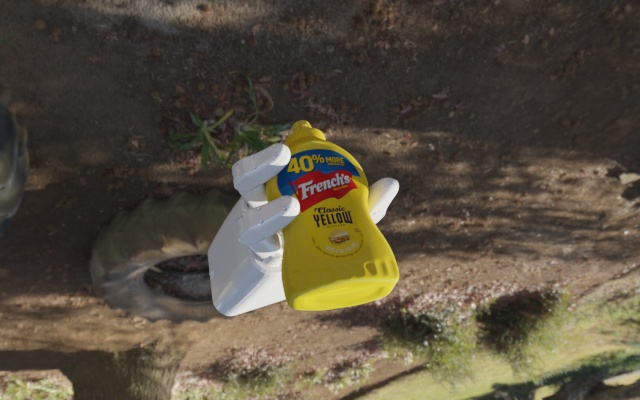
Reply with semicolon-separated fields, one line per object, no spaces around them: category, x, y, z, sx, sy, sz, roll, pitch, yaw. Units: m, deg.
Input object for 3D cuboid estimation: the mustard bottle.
mustard bottle;0.000;0.001;0.443;0.096;0.191;0.058;-6;-33;-13
